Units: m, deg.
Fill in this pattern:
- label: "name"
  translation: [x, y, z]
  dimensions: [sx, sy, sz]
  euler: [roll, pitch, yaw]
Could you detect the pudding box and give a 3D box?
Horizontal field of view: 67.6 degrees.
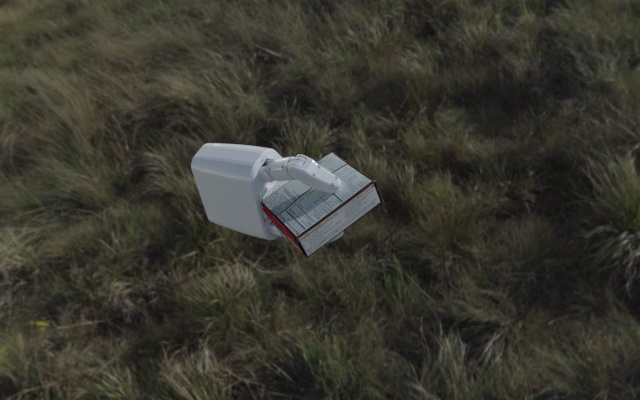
- label: "pudding box"
  translation: [0.000, 0.002, 0.551]
  dimensions: [0.113, 0.039, 0.090]
  euler: [-37, 43, -11]
